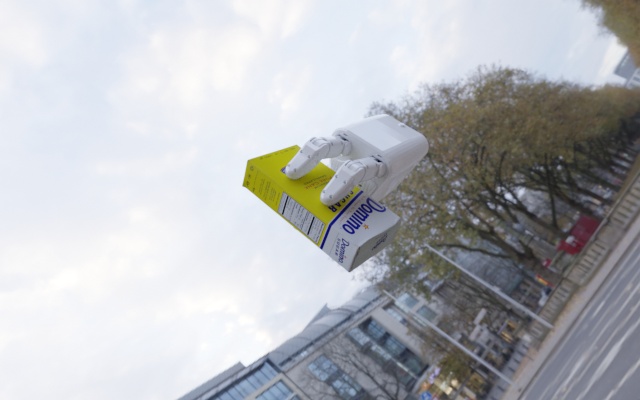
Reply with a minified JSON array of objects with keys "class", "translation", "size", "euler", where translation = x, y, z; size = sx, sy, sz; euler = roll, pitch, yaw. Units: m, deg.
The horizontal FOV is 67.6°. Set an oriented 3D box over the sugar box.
[{"class":"sugar box","translation":[0.000,0.001,0.566],"size":[0.176,0.048,0.093],"euler":[34,37,25]}]
